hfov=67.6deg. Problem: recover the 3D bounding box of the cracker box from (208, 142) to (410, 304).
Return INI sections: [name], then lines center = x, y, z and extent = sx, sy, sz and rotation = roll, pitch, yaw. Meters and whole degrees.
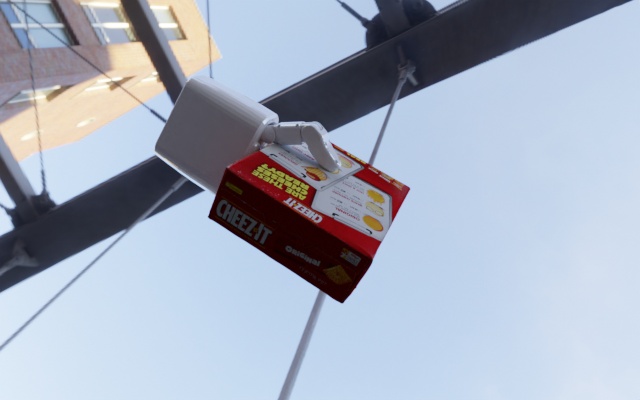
[cracker box]
center = 0.000, 0.002, 0.544
extent = 0.164, 0.072, 0.213
rotation = 31, 27, 7
